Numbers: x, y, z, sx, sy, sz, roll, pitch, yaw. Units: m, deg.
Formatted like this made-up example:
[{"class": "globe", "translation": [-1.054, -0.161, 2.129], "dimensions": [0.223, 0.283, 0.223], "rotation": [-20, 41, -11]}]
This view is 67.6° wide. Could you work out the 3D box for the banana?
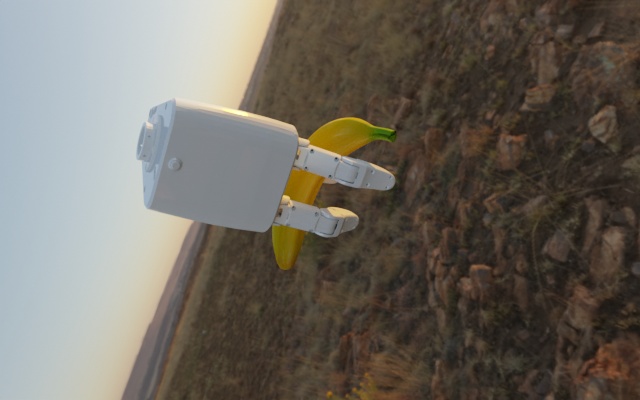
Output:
[{"class": "banana", "translation": [-0.008, -0.014, 0.483], "dimensions": [0.037, 0.069, 0.198], "rotation": [-1, -44, -47]}]
